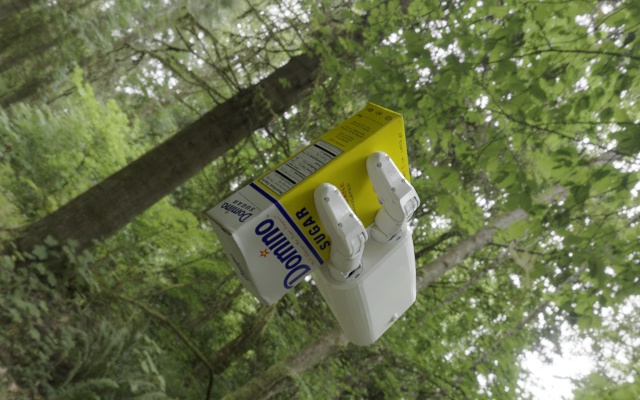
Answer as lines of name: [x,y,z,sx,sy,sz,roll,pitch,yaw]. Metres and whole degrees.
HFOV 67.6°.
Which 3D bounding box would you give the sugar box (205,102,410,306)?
sugar box: [0.001,0.002,0.404,0.176,0.093,0.048,-39,45,-23]
